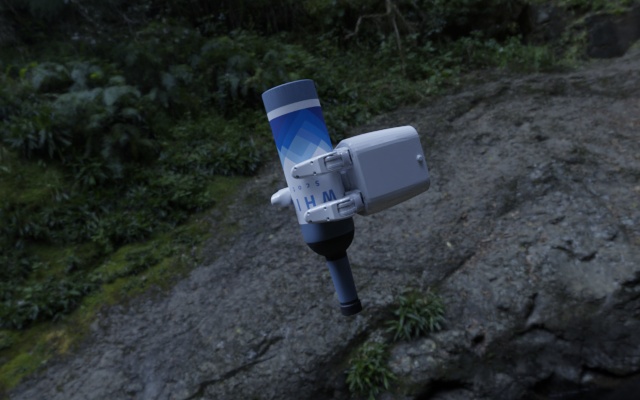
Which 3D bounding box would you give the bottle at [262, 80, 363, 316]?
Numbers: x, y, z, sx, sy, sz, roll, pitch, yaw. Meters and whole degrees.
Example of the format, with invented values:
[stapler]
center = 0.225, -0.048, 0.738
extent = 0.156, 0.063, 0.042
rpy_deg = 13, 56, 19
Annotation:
[bottle]
center = 0.000, 0.002, 0.602
extent = 0.069, 0.296, 0.069
rpy_deg = -16, 4, 1
